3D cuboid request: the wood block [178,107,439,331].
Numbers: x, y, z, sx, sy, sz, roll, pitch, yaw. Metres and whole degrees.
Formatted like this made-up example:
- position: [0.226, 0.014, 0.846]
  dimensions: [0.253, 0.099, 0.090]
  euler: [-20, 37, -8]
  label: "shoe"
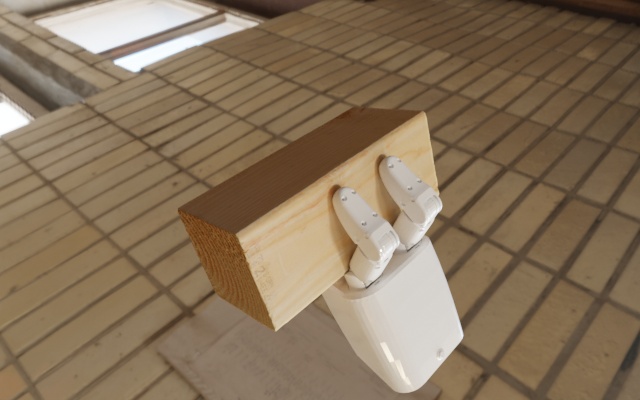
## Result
- position: [0.000, 0.002, 0.411]
  dimensions: [0.206, 0.090, 0.091]
  euler: [-35, 31, -32]
  label: "wood block"
